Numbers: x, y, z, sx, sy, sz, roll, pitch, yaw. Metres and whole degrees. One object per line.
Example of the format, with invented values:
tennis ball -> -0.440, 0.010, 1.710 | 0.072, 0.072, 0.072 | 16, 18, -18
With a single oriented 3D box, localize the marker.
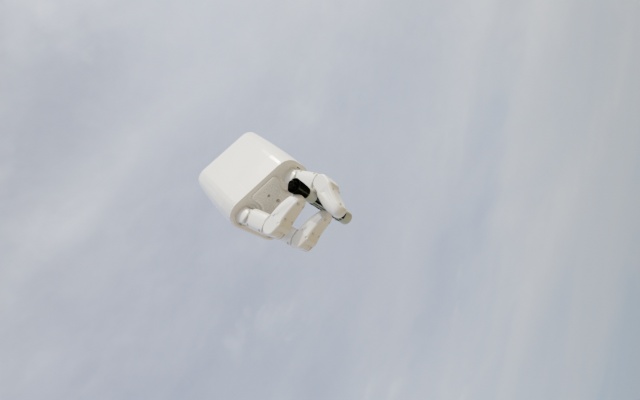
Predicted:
marker -> 0.000, 0.002, 0.586 | 0.020, 0.020, 0.121 | 0, -21, 37
